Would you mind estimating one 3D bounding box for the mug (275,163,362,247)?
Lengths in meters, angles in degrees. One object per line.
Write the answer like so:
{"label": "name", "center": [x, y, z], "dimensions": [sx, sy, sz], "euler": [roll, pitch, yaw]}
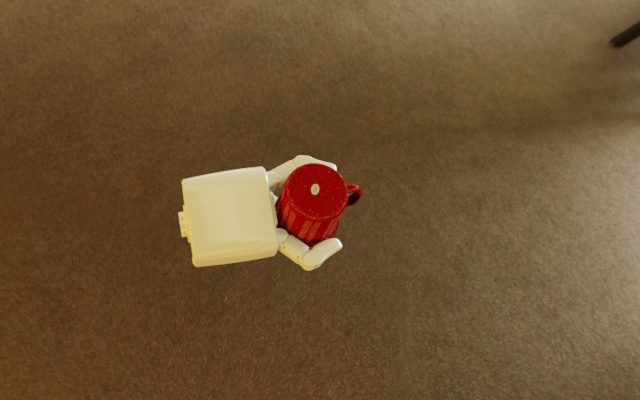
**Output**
{"label": "mug", "center": [0.002, 0.002, 0.626], "dimensions": [0.117, 0.093, 0.081], "euler": [-10, -22, -16]}
